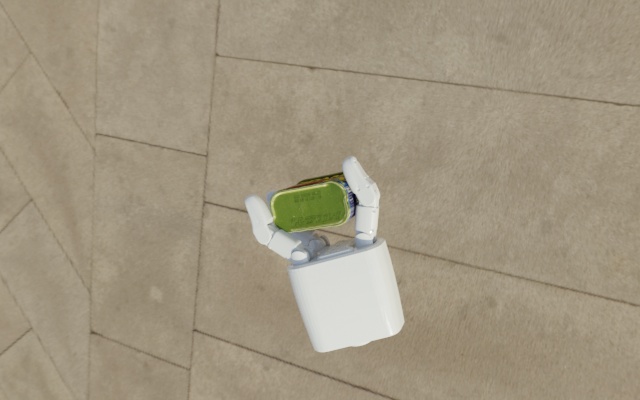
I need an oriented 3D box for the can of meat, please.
[{"bbox_3d":[0.000,0.002,0.577,0.102,0.057,0.084,-10,6,22],"label":"can of meat"}]
